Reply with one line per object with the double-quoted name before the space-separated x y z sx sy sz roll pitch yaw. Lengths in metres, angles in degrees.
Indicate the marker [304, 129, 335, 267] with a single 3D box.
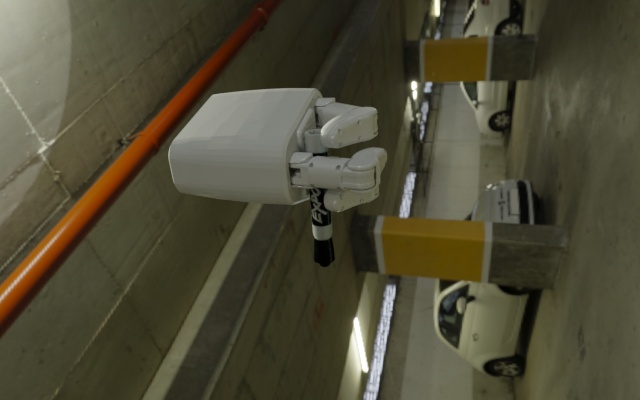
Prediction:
"marker" 0.000 0.001 0.400 0.020 0.121 0.020 -3 23 1
